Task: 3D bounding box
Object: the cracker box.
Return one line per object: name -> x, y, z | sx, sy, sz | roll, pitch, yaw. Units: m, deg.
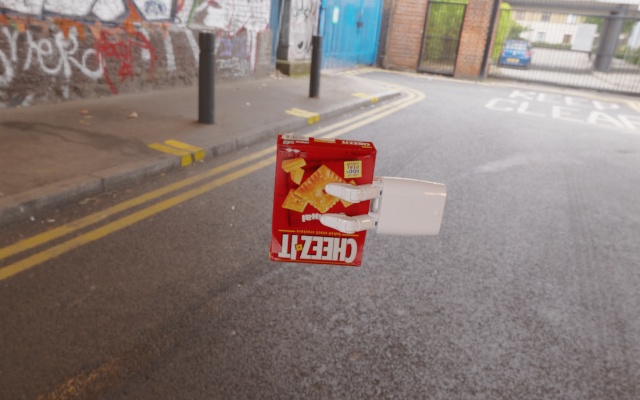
cracker box -> 0.000, 0.002, 0.818 | 0.164, 0.214, 0.072 | 4, 20, -4
